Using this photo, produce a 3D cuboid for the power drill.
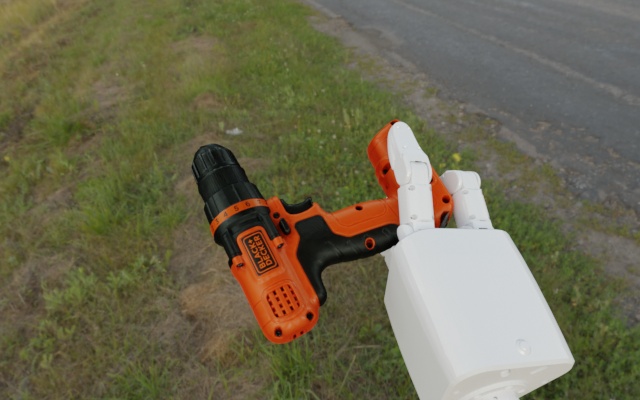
[{"bbox_3d":[0.001,0.001,0.408,0.187,0.184,0.057,-25,-20,-11],"label":"power drill"}]
